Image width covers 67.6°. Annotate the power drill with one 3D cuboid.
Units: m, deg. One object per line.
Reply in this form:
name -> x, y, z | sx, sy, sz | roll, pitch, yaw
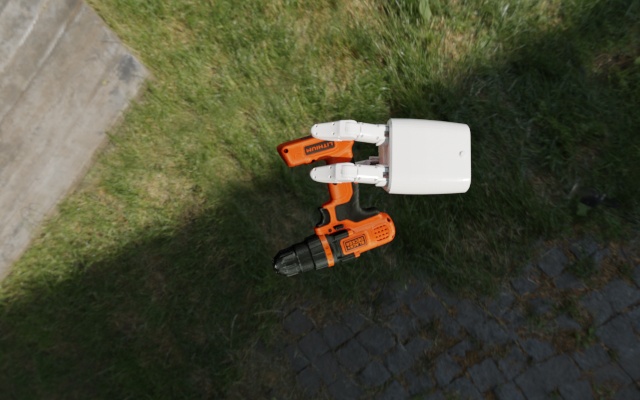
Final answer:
power drill -> 0.000, 0.002, 0.675 | 0.184, 0.188, 0.057 | -19, 15, -11
